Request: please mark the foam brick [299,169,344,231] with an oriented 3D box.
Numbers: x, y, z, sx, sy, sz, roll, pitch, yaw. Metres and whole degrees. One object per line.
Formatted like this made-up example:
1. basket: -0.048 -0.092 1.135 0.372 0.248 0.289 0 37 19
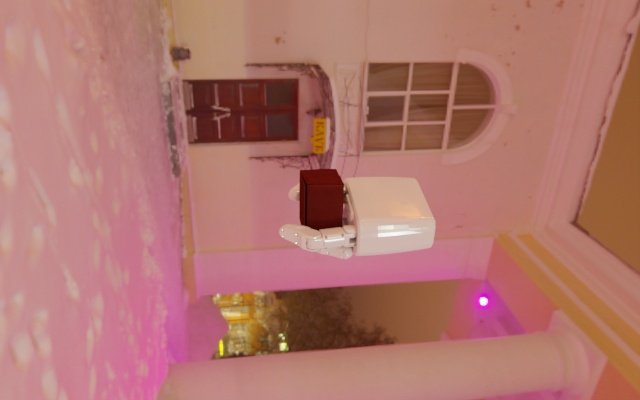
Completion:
1. foam brick: 0.000 0.002 0.637 0.051 0.078 0.053 -3 27 -9
